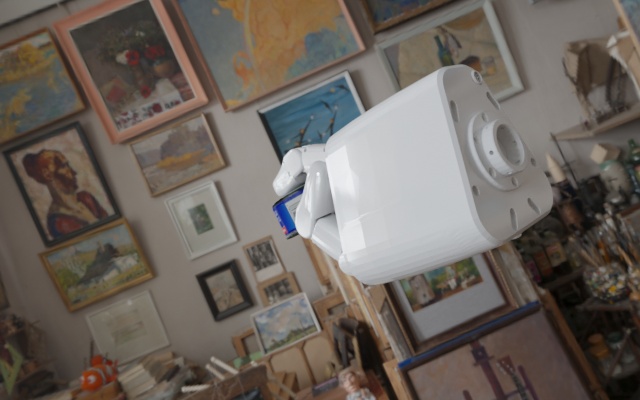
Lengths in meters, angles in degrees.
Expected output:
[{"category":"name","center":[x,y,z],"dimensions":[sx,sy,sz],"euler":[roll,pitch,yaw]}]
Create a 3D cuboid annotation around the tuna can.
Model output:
[{"category":"tuna can","center":[0.000,0.001,0.434],"dimensions":[0.086,0.034,0.086],"euler":[-27,-4,-2]}]
